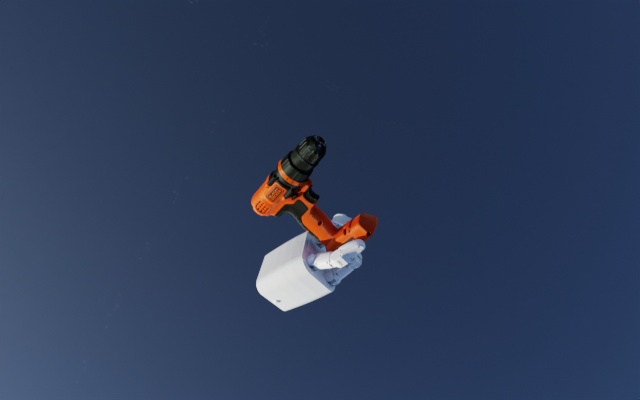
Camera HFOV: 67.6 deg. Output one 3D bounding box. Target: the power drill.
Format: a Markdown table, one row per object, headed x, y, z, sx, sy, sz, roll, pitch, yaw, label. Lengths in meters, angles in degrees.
| x | y | z | sx | sy | sz | roll | pitch | yaw | label |
| --- | --- | --- | --- | --- | --- | --- | --- | --- | --- |
| 0.000 | 0.003 | 0.780 | 0.184 | 0.187 | 0.057 | -44 | 10 | 38 | power drill |
